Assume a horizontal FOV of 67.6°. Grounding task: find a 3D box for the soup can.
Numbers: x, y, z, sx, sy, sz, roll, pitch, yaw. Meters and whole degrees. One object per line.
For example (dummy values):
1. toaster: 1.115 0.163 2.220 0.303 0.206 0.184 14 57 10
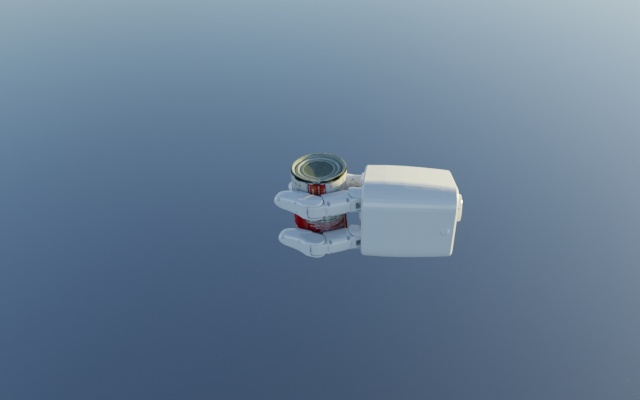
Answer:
1. soup can: 0.000 0.002 0.586 0.068 0.102 0.068 -2 35 2
